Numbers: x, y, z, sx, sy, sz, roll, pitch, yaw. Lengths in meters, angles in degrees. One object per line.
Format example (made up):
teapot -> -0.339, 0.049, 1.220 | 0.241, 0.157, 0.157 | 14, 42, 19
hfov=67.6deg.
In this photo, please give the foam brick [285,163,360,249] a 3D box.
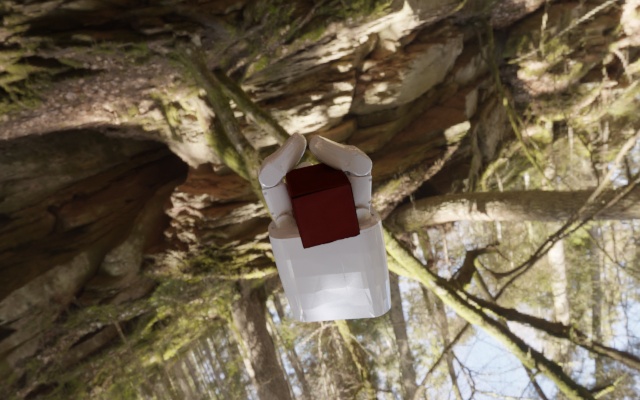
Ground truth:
foam brick -> 0.000, 0.001, 0.438 | 0.053, 0.051, 0.078 | -13, 21, -4
